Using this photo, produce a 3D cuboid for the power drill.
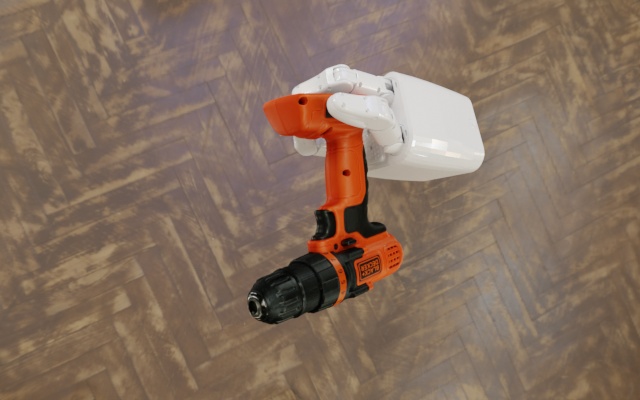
[{"bbox_3d":[0.000,0.001,0.430,0.057,0.187,0.184,-1,8,42],"label":"power drill"}]
